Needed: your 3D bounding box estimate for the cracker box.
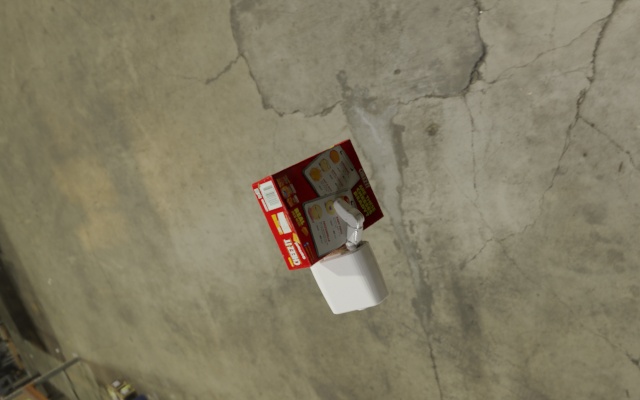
[{"bbox_3d":[0.000,0.003,0.852,0.072,0.164,0.213,-18,9,46],"label":"cracker box"}]
